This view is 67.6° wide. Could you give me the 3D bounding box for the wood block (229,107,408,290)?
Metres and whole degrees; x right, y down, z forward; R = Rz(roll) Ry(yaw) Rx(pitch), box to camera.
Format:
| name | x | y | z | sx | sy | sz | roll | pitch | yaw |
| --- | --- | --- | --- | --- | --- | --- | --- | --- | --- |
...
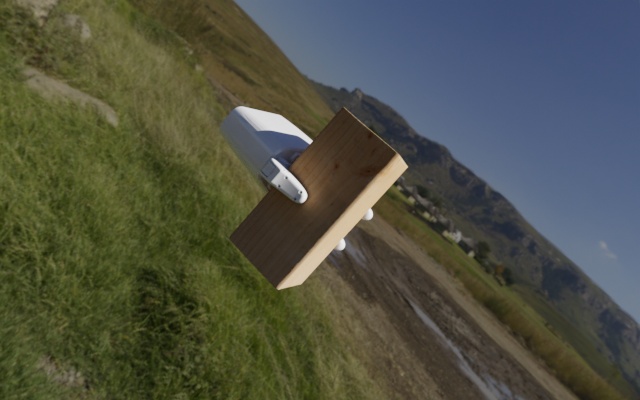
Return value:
| name | x | y | z | sx | sy | sz | roll | pitch | yaw |
| --- | --- | --- | --- | --- | --- | --- | --- | --- | --- |
| wood block | 0.000 | 0.002 | 0.584 | 0.090 | 0.206 | 0.091 | 44 | 8 | 16 |
